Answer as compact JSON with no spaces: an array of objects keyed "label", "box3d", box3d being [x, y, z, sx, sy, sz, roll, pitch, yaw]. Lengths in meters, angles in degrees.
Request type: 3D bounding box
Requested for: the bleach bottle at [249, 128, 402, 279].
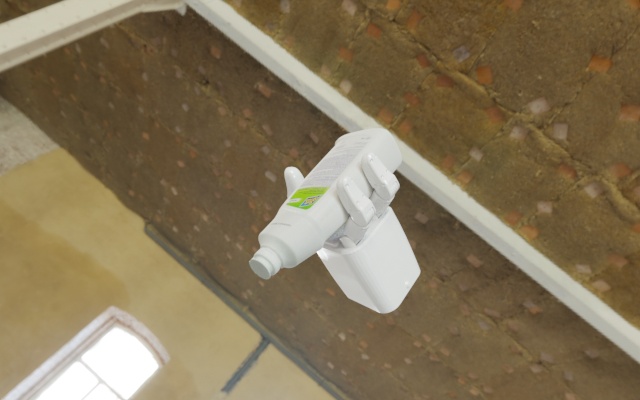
[{"label":"bleach bottle","box3d":[0.000,0.002,0.586,0.102,0.068,0.250,-8,30,47]}]
